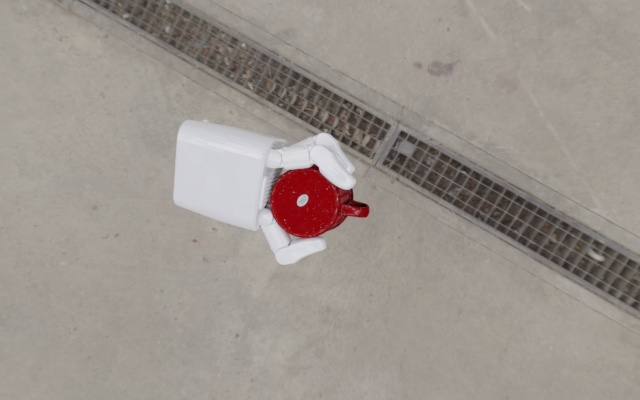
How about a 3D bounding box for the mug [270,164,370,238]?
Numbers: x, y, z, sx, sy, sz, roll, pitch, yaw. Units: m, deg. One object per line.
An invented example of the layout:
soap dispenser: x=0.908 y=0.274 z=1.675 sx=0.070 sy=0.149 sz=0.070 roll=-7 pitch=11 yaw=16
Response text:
mug: x=0.001 y=0.002 z=0.565 sx=0.117 sy=0.093 sz=0.081 roll=16 pitch=8 yaw=8
